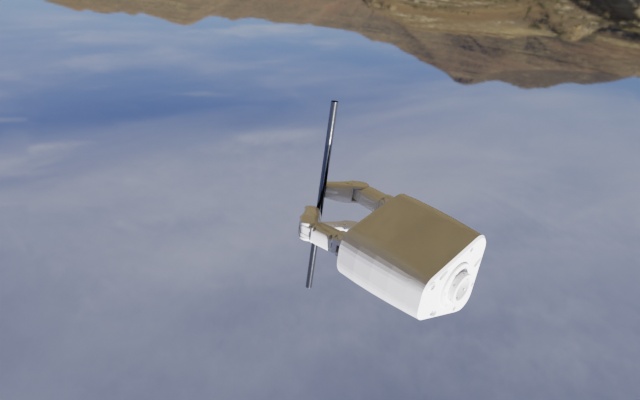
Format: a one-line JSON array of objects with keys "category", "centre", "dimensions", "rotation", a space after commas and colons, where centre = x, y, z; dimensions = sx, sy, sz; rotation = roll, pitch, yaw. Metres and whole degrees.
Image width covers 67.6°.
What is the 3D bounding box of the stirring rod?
[{"category": "stirring rod", "centre": [0.000, 0.002, 0.564], "dimensions": [0.011, 0.240, 0.011], "rotation": [7, 24, -3]}]
